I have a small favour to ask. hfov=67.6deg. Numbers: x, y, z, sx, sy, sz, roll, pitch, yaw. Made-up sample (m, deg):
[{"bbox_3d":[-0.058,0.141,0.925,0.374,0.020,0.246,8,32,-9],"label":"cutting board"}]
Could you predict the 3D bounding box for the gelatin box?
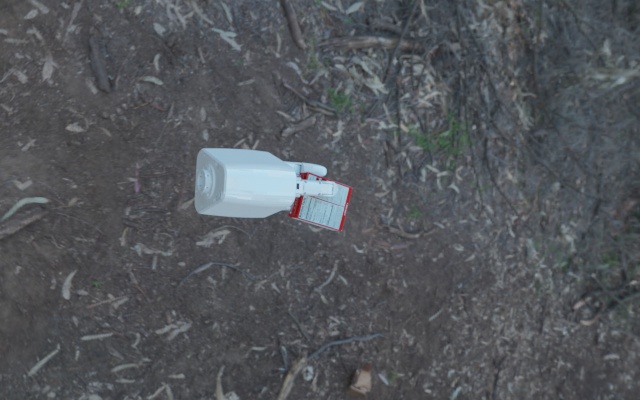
[{"bbox_3d":[0.001,0.003,0.744,0.089,0.073,0.030,18,-7,-30],"label":"gelatin box"}]
